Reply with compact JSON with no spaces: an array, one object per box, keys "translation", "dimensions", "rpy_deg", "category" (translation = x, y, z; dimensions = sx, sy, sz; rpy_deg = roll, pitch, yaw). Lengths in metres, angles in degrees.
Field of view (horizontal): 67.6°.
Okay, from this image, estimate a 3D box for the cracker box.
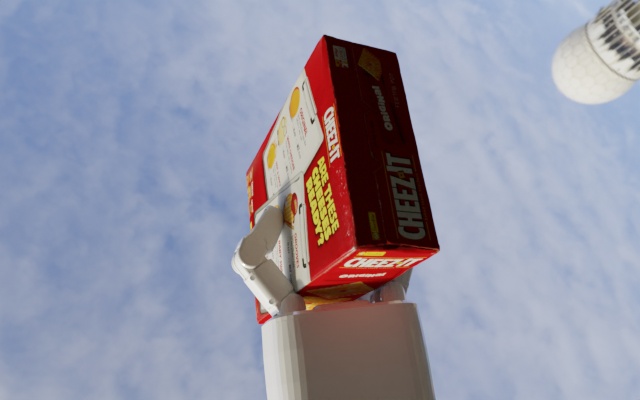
[{"translation":[0.000,0.001,0.403],"dimensions":[0.072,0.164,0.214],"rpy_deg":[4,-26,-24],"category":"cracker box"}]
